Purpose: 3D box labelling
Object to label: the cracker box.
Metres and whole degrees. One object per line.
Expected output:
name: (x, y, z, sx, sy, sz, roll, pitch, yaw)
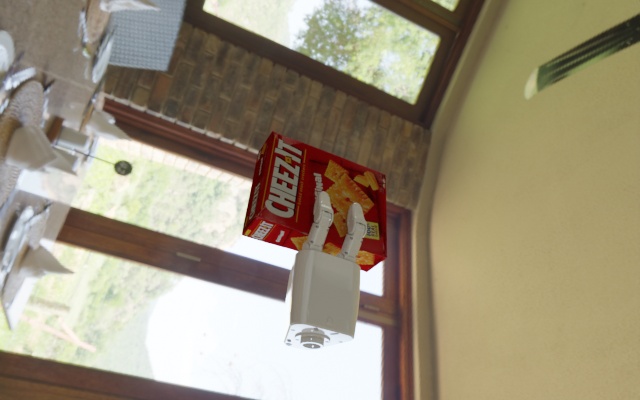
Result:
cracker box: (0.000, 0.003, 0.750, 0.214, 0.164, 0.072, 19, -37, -19)
